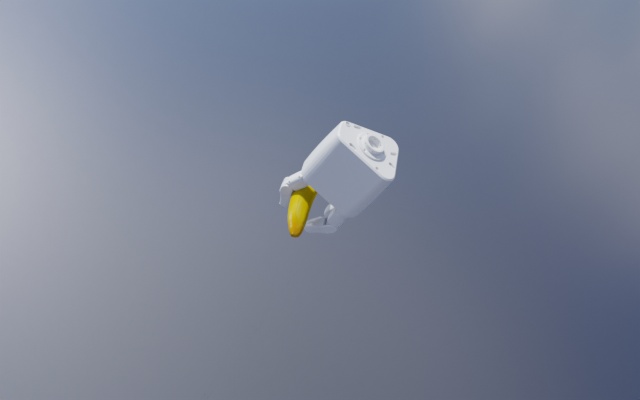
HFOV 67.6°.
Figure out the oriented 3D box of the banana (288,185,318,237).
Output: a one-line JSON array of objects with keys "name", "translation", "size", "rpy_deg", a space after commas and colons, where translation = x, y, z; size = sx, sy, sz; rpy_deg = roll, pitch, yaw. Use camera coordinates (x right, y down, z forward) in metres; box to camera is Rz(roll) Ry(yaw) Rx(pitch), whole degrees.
[{"name": "banana", "translation": [-0.010, -0.014, 0.809], "size": [0.037, 0.069, 0.197], "rpy_deg": [-32, 8, 41]}]
